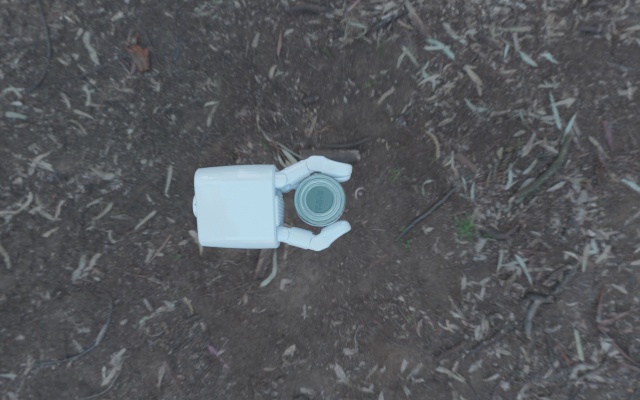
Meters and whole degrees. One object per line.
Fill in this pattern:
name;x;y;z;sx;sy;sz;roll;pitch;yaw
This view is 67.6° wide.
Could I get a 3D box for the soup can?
soup can;0.001;0.002;0.652;0.068;0.068;0.102;0;-4;2
